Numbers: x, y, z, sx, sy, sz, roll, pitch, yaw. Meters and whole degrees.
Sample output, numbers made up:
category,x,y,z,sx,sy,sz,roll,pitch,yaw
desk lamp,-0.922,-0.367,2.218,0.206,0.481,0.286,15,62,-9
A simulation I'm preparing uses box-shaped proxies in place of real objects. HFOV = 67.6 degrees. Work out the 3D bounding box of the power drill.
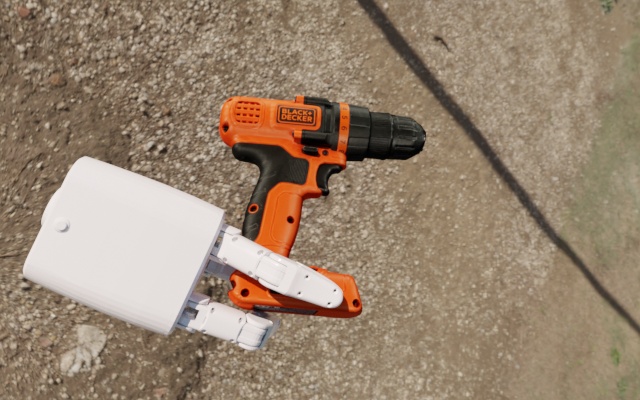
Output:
category,x,y,z,sx,sy,sz,roll,pitch,yaw
power drill,0.000,0.002,0.405,0.184,0.187,0.057,4,-21,-4
